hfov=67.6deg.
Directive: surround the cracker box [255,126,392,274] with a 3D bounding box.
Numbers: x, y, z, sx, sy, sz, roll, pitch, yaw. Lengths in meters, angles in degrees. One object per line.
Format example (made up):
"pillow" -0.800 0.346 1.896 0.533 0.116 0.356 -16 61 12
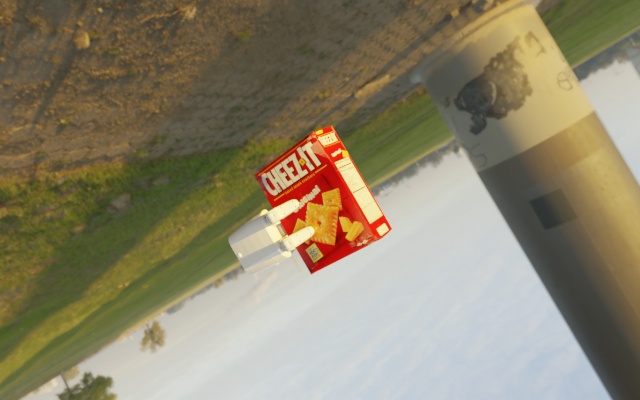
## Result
"cracker box" 0.000 0.003 0.852 0.164 0.213 0.072 -32 -2 35
